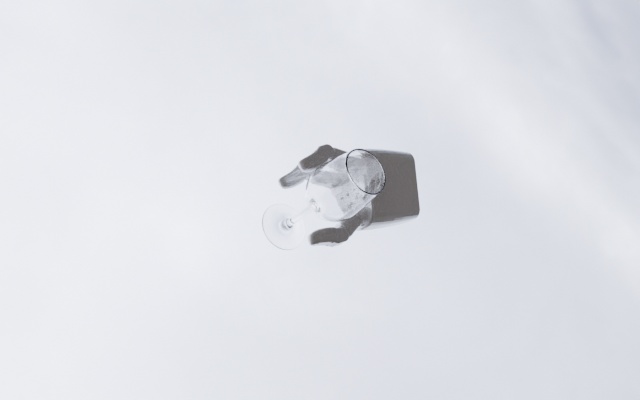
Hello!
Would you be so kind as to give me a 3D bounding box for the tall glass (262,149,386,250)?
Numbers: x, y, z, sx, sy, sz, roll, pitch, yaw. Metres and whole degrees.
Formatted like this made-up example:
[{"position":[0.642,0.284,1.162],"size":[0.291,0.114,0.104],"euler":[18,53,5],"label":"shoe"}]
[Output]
[{"position":[0.000,0.002,0.647],"size":[0.079,0.079,0.201],"euler":[0,-22,-37],"label":"tall glass"}]
